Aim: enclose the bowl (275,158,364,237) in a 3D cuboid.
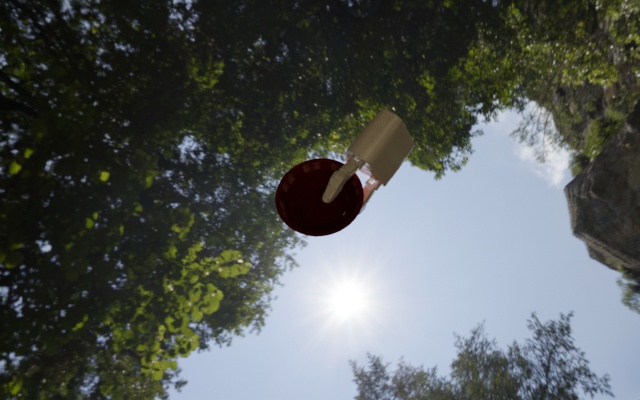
[{"bbox_3d":[-0.001,0.004,0.887,0.162,0.162,0.055,0,-28,6],"label":"bowl"}]
